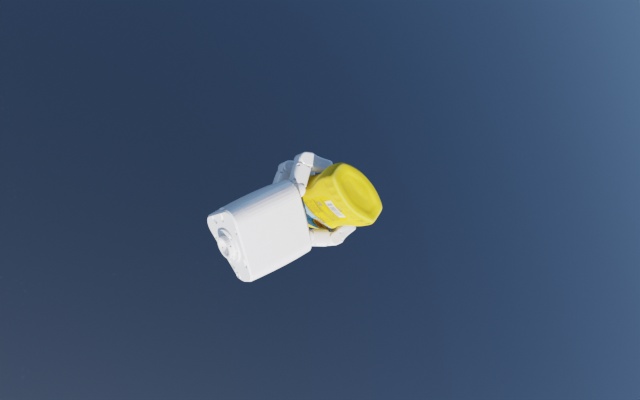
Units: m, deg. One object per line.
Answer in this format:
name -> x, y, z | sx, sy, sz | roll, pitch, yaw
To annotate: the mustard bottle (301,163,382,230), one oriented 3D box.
mustard bottle -> 0.000, 0.002, 0.724 | 0.096, 0.058, 0.191 | 45, -29, -20
